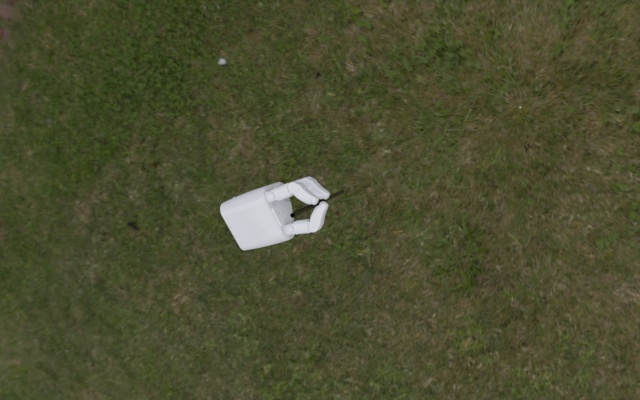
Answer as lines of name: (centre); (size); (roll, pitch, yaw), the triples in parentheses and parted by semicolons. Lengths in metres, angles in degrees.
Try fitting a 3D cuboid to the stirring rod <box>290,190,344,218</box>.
stirring rod: (0.000, 0.003, 0.880); (0.011, 0.011, 0.239); (0, 10, 23)
